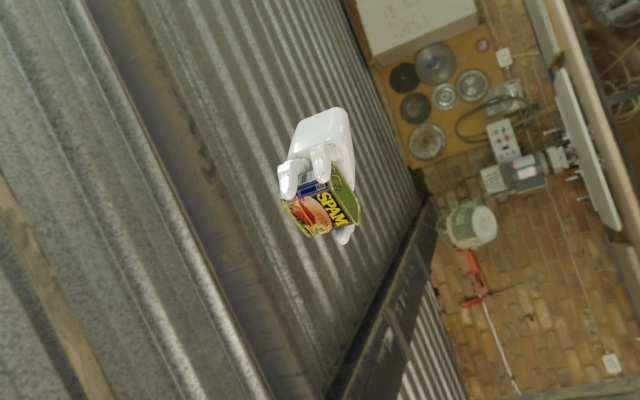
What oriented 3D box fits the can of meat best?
[{"bbox_3d":[0.000,0.003,0.703,0.084,0.057,0.102,-19,-51,21],"label":"can of meat"}]
